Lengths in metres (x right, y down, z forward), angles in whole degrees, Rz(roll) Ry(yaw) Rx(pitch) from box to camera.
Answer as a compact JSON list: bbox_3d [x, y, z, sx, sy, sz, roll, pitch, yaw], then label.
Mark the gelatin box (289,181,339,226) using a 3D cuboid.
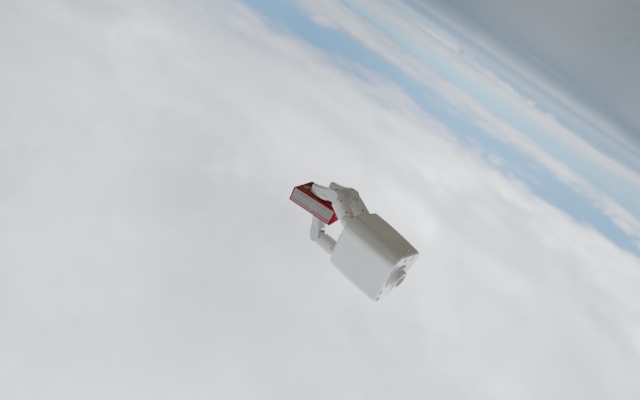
[{"bbox_3d":[0.000,0.003,0.843,0.089,0.030,0.073,32,21,15],"label":"gelatin box"}]
